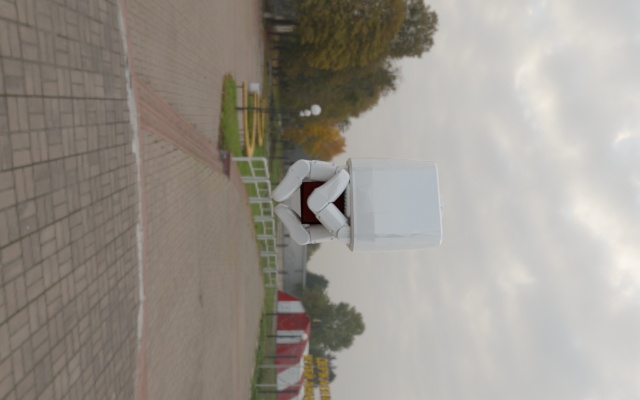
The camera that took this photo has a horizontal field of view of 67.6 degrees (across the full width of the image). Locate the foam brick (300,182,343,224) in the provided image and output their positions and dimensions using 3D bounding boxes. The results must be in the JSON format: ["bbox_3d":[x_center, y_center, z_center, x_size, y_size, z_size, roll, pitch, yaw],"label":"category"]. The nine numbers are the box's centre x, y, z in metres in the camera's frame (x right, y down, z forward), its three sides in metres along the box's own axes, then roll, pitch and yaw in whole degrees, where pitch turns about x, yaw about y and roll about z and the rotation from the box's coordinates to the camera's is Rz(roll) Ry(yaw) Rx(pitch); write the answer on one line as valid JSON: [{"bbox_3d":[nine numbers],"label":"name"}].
[{"bbox_3d":[0.000,0.002,0.607,0.051,0.053,0.078,-1,3,-3],"label":"foam brick"}]
